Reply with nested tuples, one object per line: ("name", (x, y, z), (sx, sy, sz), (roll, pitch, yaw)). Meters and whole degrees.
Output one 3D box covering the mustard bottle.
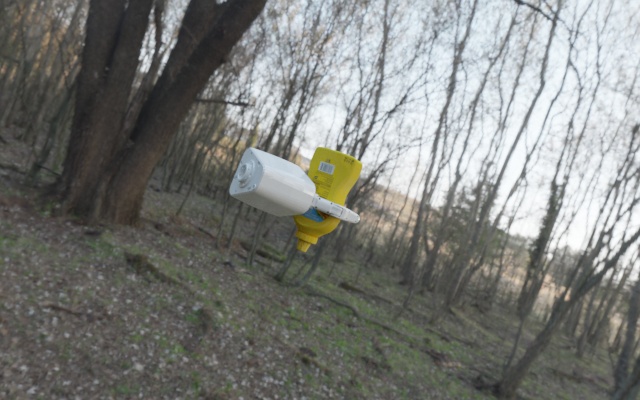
("mustard bottle", (0.000, 0.003, 0.873), (0.096, 0.191, 0.058), (22, -1, 32))
